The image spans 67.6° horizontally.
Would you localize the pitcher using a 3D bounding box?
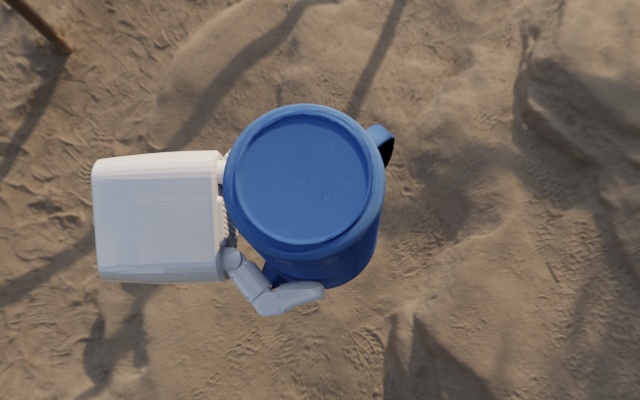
[{"bbox_3d":[0.000,0.001,0.423,0.145,0.149,0.243,-1,-12,2],"label":"pitcher"}]
